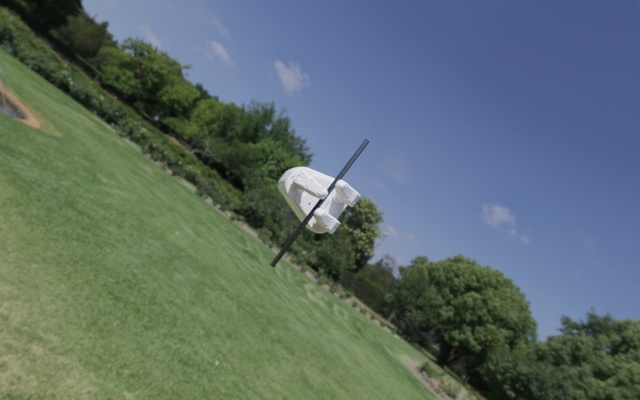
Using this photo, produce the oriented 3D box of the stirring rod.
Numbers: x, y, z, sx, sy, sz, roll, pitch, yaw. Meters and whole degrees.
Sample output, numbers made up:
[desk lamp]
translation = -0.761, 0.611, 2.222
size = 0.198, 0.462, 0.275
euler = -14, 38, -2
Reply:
[stirring rod]
translation = 0.000, 0.002, 0.724
size = 0.011, 0.239, 0.011
euler = 37, -6, 4
